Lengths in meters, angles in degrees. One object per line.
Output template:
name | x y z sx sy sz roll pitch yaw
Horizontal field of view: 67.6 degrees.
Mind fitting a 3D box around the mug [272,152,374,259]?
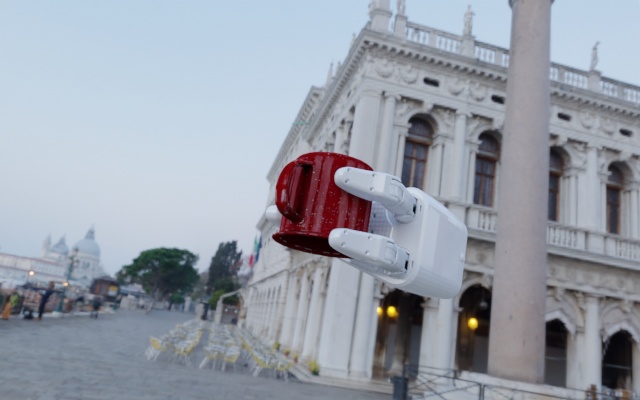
mug | -0.001 0.001 0.444 0.093 0.081 0.117 -3 -21 39
